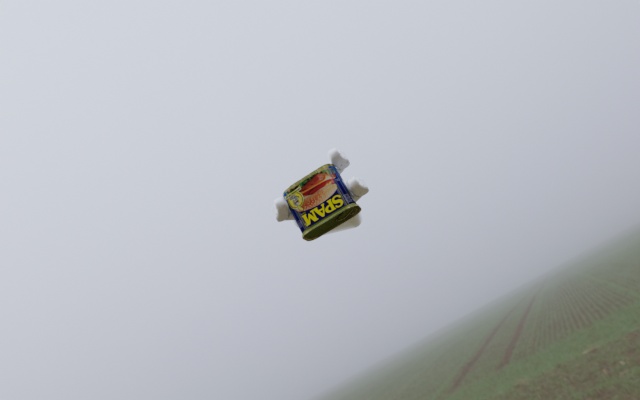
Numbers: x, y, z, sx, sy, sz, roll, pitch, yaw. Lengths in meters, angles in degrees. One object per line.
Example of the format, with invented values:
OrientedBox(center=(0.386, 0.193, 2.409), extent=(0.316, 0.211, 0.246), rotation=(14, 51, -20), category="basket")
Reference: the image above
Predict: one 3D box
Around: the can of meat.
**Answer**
OrientedBox(center=(0.000, 0.002, 0.760), extent=(0.102, 0.084, 0.057), rotation=(-31, -19, 8), category="can of meat")
